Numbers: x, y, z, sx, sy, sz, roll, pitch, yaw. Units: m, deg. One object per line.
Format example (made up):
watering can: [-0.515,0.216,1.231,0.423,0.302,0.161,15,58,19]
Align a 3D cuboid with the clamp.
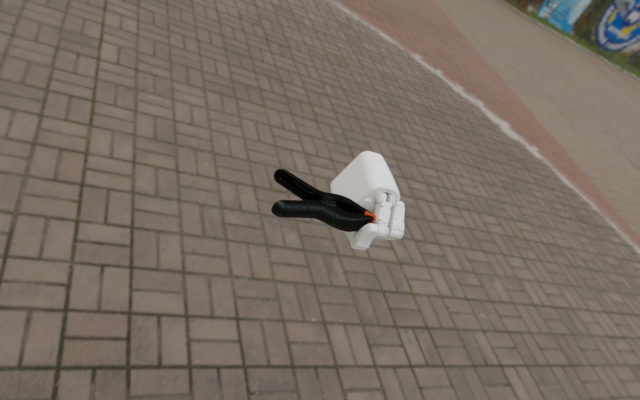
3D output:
clamp: [0.001,0.002,0.736,0.171,0.039,0.120,17,33,-23]
